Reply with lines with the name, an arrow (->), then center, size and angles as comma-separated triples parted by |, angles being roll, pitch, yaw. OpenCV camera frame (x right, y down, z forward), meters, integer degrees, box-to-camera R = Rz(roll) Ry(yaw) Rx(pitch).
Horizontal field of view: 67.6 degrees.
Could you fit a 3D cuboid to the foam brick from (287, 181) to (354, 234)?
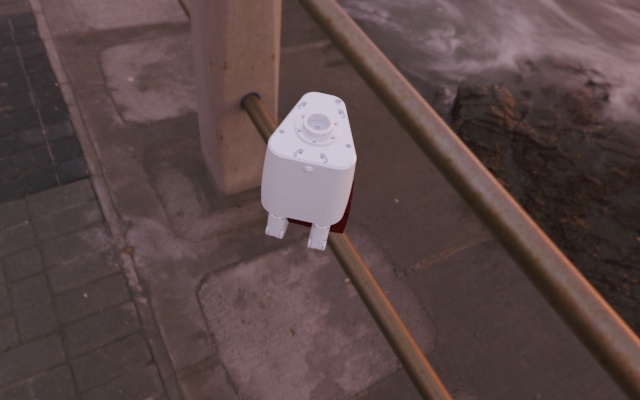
foam brick -> 0.000, 0.002, 0.612 | 0.078, 0.053, 0.051 | 12, -34, -1
